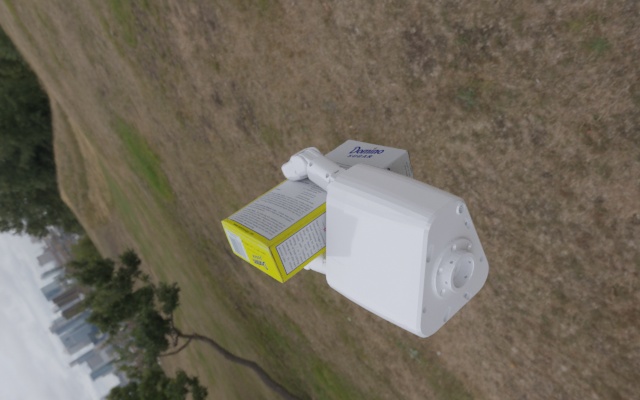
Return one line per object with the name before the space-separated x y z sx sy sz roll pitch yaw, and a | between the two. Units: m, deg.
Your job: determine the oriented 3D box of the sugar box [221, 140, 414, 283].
sugar box | 0.000 0.002 0.469 0.176 0.048 0.093 -32 30 -27
